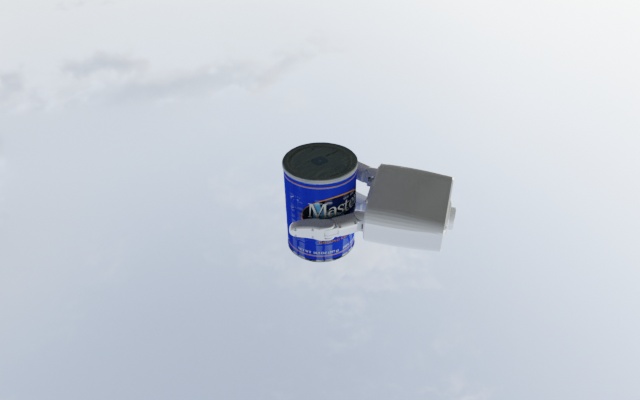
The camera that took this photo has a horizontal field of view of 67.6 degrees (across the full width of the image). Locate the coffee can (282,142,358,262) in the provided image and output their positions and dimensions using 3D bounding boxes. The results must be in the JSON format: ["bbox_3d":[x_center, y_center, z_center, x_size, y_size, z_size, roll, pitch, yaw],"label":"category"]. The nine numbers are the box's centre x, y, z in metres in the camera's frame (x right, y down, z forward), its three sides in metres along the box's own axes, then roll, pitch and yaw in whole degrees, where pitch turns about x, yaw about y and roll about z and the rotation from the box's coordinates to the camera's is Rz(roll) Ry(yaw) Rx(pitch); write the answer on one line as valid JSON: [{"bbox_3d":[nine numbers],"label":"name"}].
[{"bbox_3d":[0.000,0.002,0.682,0.103,0.140,0.102,-1,35,0],"label":"coffee can"}]
